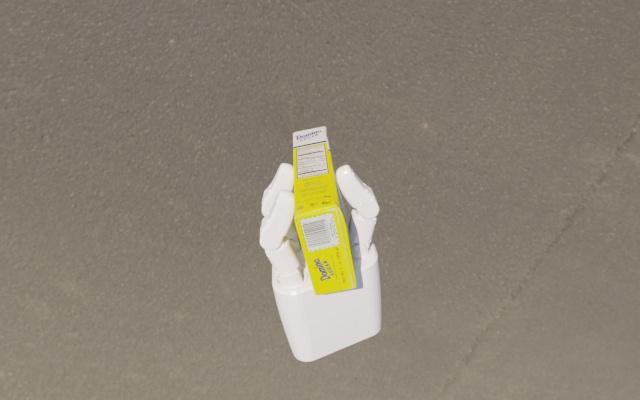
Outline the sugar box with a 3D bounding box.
[{"bbox_3d":[0.000,0.002,0.489,0.048,0.093,0.176,-12,31,1],"label":"sugar box"}]
